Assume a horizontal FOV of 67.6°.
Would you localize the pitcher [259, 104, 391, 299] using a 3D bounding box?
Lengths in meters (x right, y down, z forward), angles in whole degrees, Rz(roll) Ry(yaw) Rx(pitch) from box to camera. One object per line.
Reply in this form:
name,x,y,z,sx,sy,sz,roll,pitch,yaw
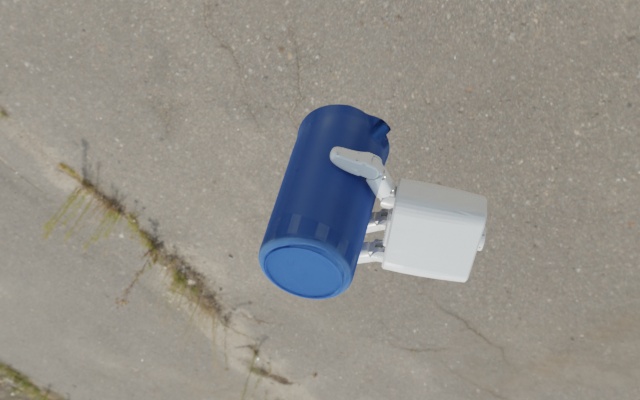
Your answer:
pitcher,0.000,0.002,0.608,0.145,0.149,0.242,12,45,7
